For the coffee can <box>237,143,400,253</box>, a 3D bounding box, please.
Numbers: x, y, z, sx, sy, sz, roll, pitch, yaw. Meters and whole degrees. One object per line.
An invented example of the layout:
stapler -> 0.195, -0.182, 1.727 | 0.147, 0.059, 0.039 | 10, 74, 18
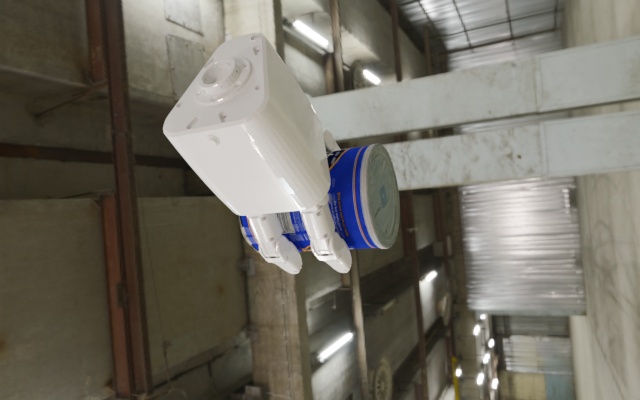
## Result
coffee can -> 0.000, 0.002, 0.494 | 0.140, 0.103, 0.103 | -6, -2, 25
